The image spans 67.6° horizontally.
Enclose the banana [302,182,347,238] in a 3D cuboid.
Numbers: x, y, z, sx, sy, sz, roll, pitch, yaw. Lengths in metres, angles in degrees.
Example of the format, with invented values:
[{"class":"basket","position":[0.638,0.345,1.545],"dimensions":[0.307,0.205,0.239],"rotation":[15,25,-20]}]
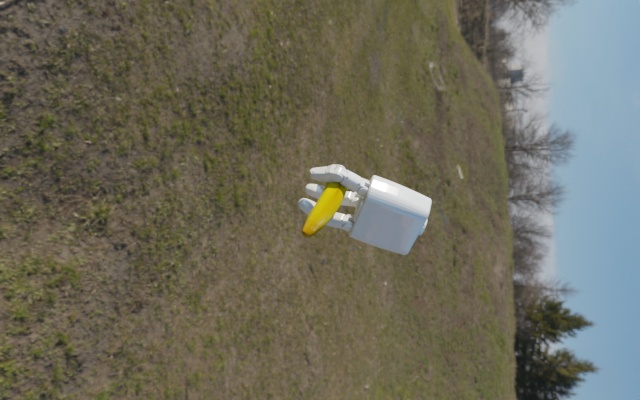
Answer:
[{"class":"banana","position":[0.014,-0.010,0.798],"dimensions":[0.070,0.037,0.197],"rotation":[-38,19,27]}]
